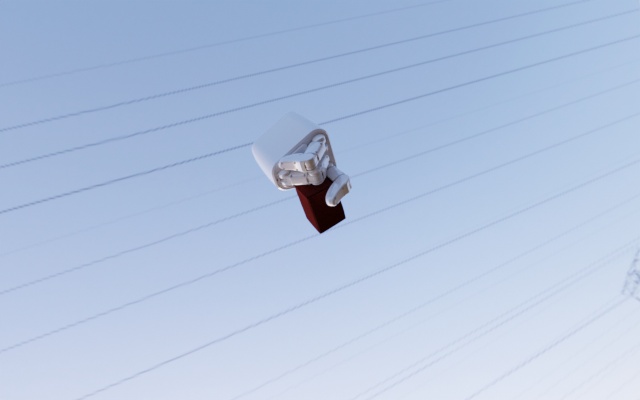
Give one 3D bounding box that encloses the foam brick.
[{"bbox_3d":[0.000,0.003,0.776,0.053,0.078,0.051,-29,38,-14],"label":"foam brick"}]
